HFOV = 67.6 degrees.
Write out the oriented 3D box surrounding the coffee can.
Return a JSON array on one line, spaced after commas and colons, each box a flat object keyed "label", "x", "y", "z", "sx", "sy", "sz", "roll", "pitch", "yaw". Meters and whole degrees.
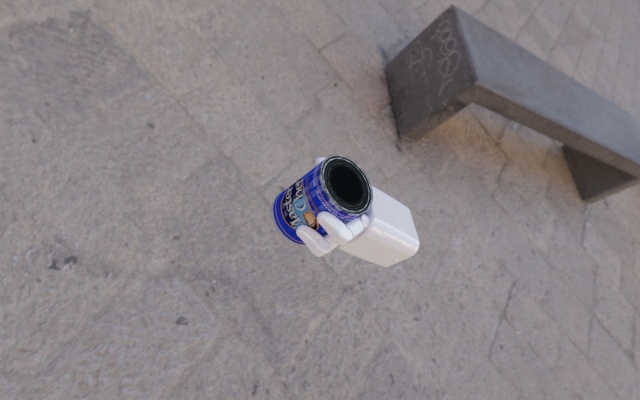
[{"label": "coffee can", "x": 0.000, "y": 0.002, "z": 0.766, "sx": 0.103, "sy": 0.102, "sz": 0.140, "roll": 0, "pitch": -23, "yaw": -40}]
